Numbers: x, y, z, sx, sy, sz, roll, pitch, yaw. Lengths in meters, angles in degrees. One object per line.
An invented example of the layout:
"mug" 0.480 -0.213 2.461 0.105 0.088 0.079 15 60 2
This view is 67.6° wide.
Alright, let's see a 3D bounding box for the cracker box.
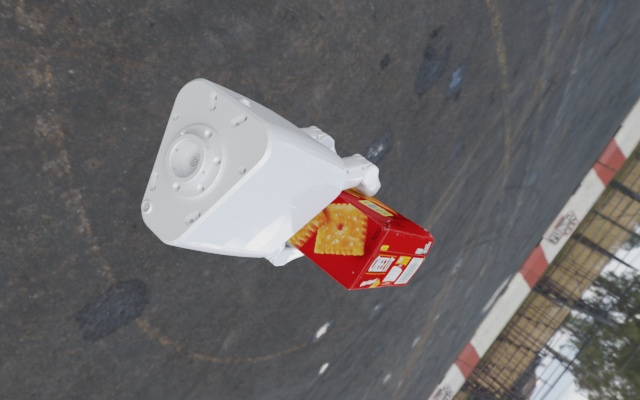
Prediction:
"cracker box" 0.000 0.002 0.500 0.213 0.072 0.164 37 10 27
